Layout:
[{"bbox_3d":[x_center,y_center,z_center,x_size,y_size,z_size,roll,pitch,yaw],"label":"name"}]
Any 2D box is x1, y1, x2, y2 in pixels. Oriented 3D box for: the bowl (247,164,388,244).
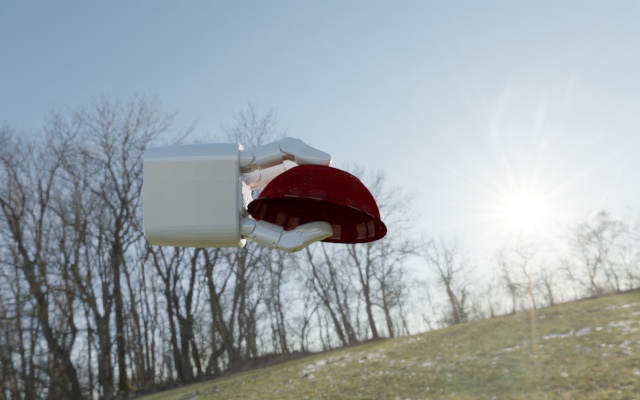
[{"bbox_3d":[0.001,0.002,0.552,0.162,0.055,0.162,9,-19,3],"label":"bowl"}]
